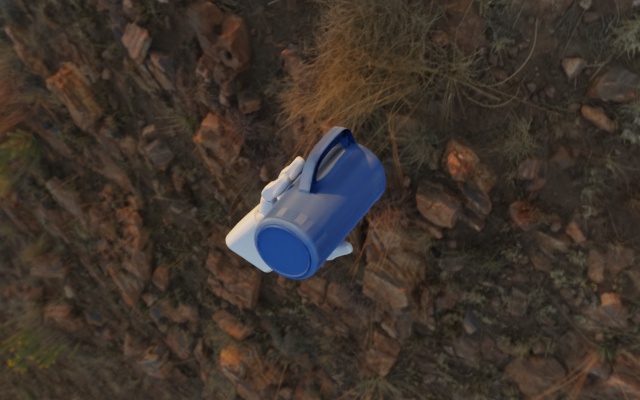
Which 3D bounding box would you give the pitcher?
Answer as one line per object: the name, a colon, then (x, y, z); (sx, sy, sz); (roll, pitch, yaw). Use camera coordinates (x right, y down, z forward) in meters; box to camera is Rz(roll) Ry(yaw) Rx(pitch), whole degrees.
pitcher: (0.000, 0.003, 0.756); (0.145, 0.149, 0.242); (-36, 8, 42)
